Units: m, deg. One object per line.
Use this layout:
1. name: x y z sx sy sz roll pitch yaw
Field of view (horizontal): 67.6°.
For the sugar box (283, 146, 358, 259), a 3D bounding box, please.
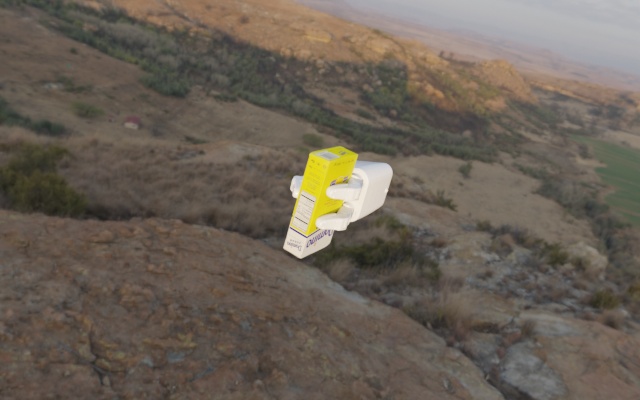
1. sugar box: 0.001 0.003 0.790 0.048 0.176 0.093 26 25 27
